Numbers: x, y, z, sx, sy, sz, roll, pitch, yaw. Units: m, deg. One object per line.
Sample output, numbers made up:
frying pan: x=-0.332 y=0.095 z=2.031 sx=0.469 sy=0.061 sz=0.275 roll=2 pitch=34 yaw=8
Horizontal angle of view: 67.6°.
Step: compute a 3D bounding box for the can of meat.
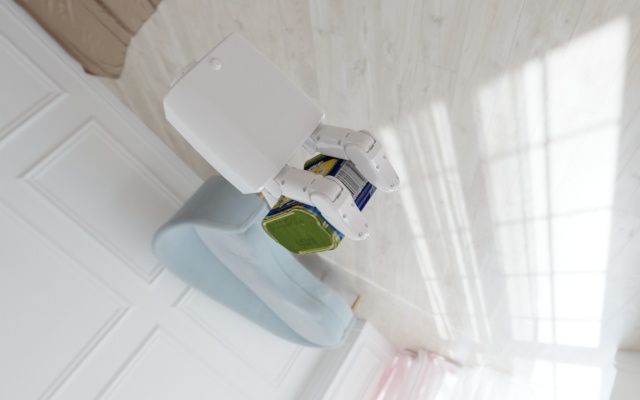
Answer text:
can of meat: x=0.000 y=0.002 z=0.447 sx=0.057 sy=0.084 sz=0.102 roll=45 pitch=-29 yaw=-15
